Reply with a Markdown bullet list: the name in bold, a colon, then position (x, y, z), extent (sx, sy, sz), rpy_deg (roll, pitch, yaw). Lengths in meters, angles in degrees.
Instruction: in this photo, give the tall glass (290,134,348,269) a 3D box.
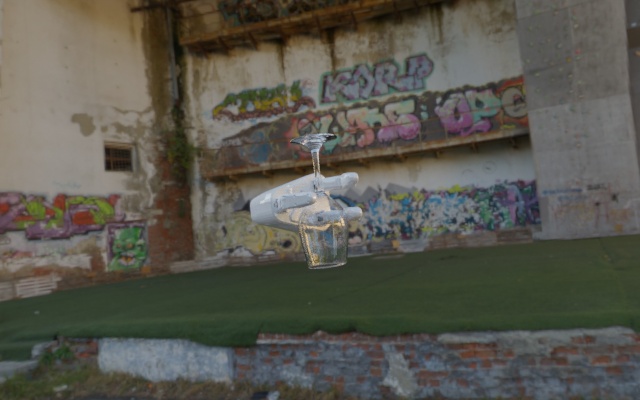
- **tall glass**: position (0.000, 0.002, 0.744), extent (0.079, 0.201, 0.079), rpy_deg (-6, -4, 0)
